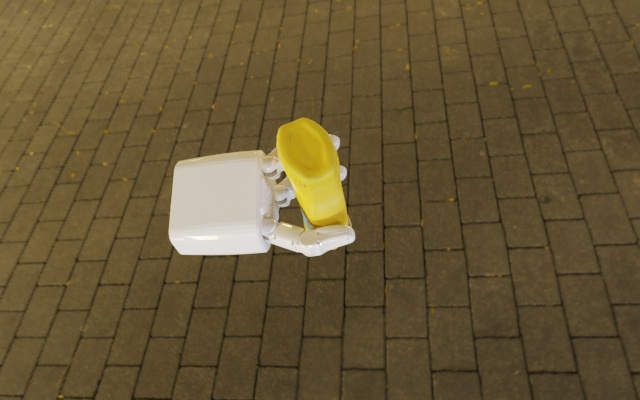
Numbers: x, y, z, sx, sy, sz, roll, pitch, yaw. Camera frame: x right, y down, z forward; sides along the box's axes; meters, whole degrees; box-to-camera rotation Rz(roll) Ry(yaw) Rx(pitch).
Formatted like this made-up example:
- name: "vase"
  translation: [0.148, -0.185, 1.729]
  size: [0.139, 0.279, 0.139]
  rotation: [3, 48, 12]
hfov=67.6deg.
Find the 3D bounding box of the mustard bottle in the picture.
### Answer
- name: "mustard bottle"
  translation: [0.000, 0.002, 0.561]
  size: [0.058, 0.096, 0.192]
  rotation: [-24, -38, -7]
